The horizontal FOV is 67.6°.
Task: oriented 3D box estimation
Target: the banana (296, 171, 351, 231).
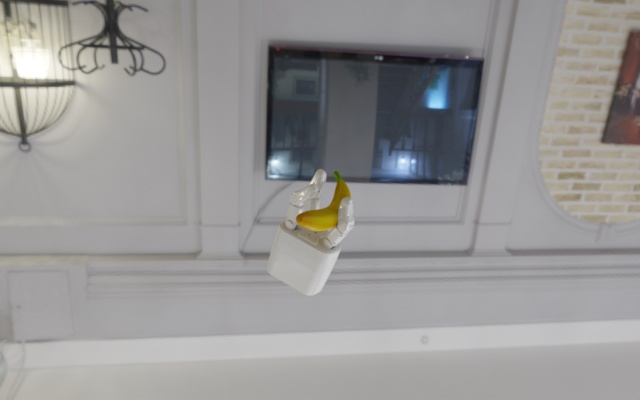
[{"bbox_3d":[0.016,0.013,0.845,0.037,0.069,0.197,-49,1,32],"label":"banana"}]
